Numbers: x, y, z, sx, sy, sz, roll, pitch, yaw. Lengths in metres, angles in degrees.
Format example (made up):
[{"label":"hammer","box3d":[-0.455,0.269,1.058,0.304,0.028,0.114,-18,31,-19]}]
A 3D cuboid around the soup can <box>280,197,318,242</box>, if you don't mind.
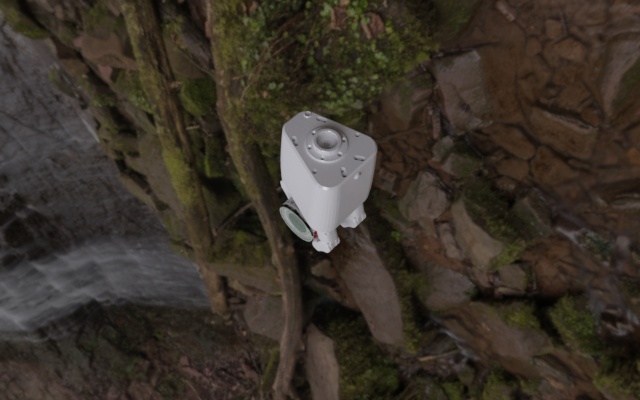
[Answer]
[{"label":"soup can","box3d":[0.000,0.003,0.690,0.102,0.068,0.068,-42,18,-22]}]
